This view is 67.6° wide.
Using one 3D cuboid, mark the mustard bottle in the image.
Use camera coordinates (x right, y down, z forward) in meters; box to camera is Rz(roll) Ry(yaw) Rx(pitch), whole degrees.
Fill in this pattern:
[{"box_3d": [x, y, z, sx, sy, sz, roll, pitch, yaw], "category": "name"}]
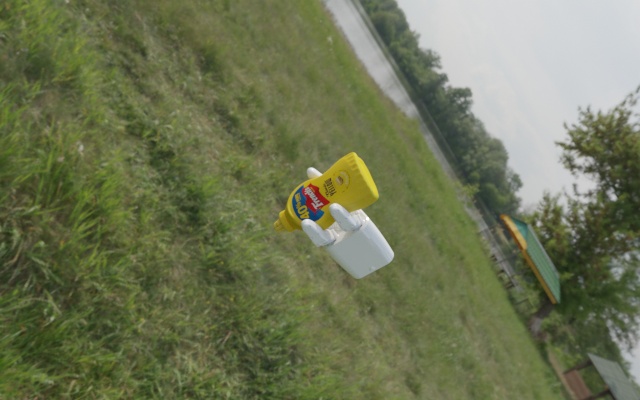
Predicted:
[{"box_3d": [0.000, 0.002, 0.830, 0.191, 0.096, 0.058, -31, -32, 16], "category": "mustard bottle"}]
